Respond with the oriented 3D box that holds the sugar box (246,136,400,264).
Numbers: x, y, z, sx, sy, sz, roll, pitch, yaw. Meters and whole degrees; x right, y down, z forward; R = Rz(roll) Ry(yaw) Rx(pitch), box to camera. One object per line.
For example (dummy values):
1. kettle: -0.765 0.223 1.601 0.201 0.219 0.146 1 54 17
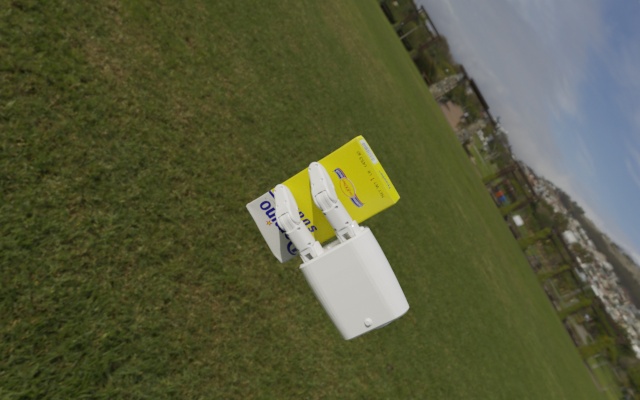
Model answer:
1. sugar box: 0.000 0.002 0.606 0.176 0.093 0.048 -31 0 20
